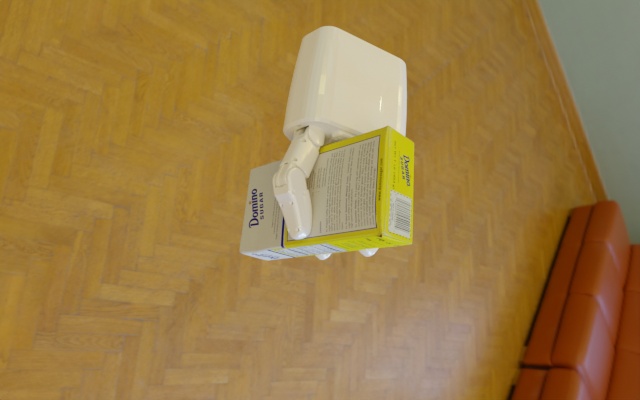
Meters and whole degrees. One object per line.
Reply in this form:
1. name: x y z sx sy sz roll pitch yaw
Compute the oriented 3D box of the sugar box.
1. sugar box: 0.001 0.001 0.439 0.048 0.093 0.176 21 -23 -41
